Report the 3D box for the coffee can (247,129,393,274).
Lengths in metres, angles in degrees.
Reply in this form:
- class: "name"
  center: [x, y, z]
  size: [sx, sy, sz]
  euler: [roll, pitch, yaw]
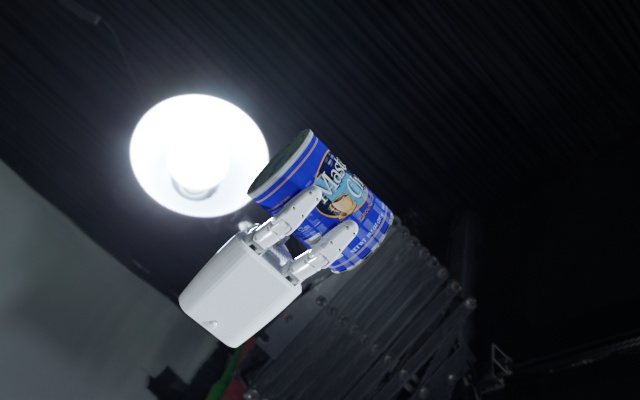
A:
- class: "coffee can"
  center: [0.000, 0.002, 0.557]
  size: [0.140, 0.103, 0.103]
  euler: [43, -14, -15]
